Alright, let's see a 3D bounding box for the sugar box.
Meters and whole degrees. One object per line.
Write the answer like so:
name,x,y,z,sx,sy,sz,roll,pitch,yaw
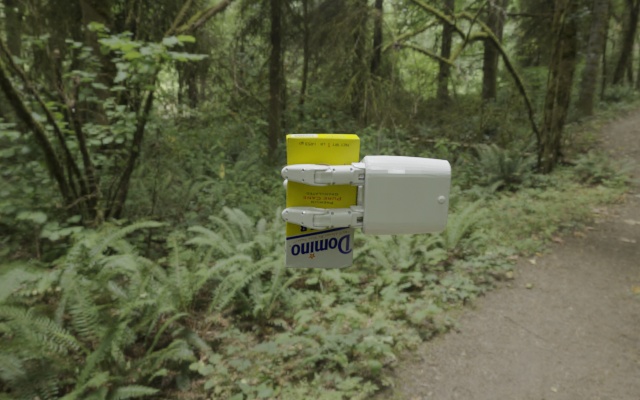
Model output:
sugar box,0.000,0.002,0.630,0.093,0.176,0.048,0,13,-3
